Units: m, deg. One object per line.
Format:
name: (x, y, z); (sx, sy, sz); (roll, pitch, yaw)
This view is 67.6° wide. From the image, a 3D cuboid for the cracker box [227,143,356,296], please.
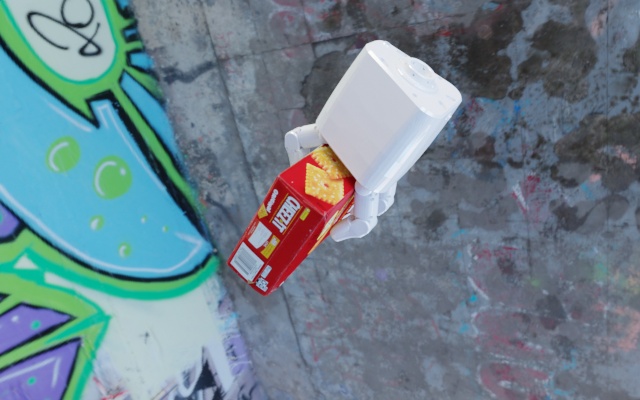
cracker box: (0.000, 0.002, 0.588); (0.213, 0.072, 0.164); (-39, -12, -49)
